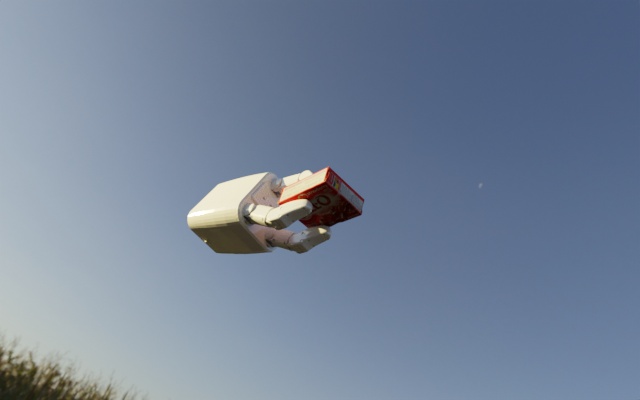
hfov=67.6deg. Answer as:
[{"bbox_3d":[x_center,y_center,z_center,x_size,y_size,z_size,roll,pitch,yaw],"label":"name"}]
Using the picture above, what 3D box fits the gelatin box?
[{"bbox_3d":[0.000,0.002,0.623,0.089,0.030,0.073,-23,-52,37],"label":"gelatin box"}]
